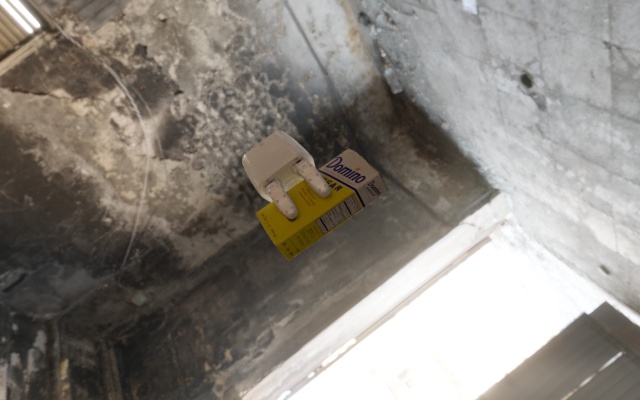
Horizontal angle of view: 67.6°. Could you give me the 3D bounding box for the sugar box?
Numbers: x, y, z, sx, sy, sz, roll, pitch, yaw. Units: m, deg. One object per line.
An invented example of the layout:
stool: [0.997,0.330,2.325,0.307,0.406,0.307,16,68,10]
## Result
sugar box: [0.000,0.002,0.696,0.176,0.048,0.093,-37,40,-3]
